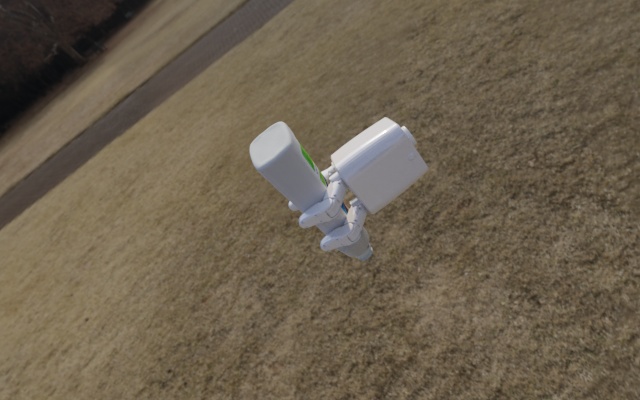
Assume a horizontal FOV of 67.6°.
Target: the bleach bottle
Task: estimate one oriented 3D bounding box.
[{"bbox_3d":[0.000,0.002,0.716,0.068,0.251,0.102,-37,33,8],"label":"bleach bottle"}]
